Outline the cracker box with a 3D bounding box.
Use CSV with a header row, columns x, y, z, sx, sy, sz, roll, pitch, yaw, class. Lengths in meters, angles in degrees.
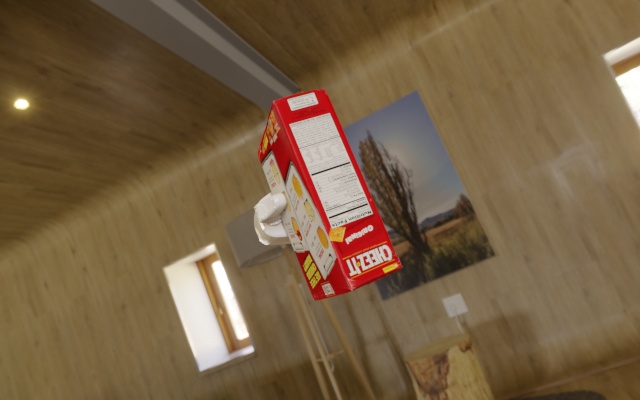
x,y,z,sx,sy,sz,roll,pitch,yaw,class
0.000,0.002,0.564,0.072,0.213,0.164,-20,-9,-18,cracker box
